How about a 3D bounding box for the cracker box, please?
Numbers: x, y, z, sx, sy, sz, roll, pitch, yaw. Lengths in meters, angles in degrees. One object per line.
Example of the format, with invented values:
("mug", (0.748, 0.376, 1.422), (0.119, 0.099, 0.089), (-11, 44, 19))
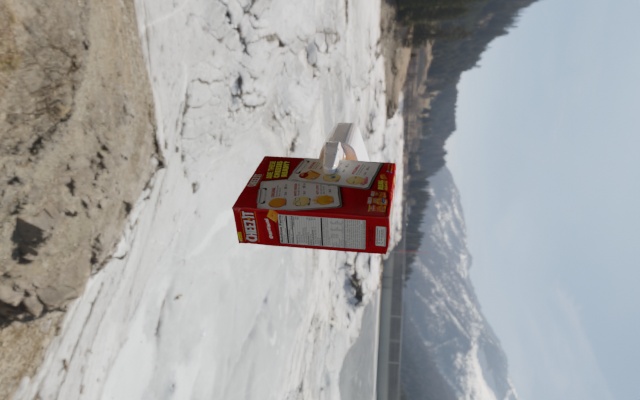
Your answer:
("cracker box", (0.000, 0.002, 0.706), (0.213, 0.072, 0.164), (3, 31, 10))
